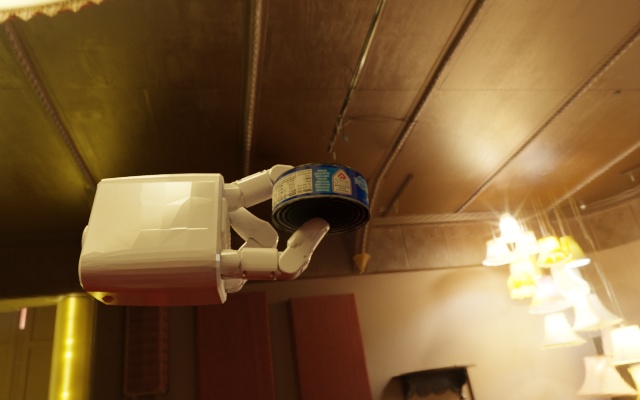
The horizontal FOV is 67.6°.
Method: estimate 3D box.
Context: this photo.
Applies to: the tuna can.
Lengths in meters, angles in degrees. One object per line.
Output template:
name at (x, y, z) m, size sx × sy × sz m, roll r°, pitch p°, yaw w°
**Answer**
tuna can at (0.000, 0.001, 0.421) m, size 0.086 × 0.033 × 0.086 m, roll -2°, pitch -25°, yaw -1°
